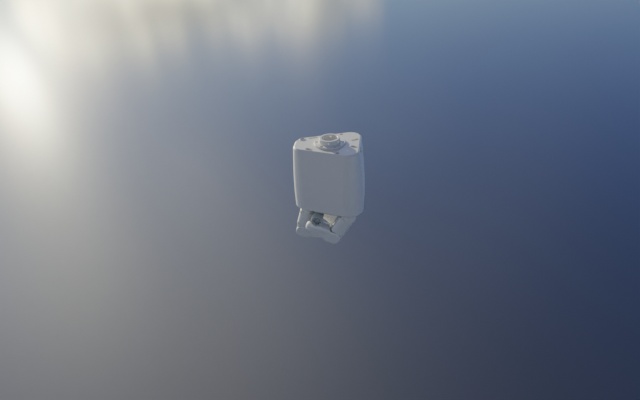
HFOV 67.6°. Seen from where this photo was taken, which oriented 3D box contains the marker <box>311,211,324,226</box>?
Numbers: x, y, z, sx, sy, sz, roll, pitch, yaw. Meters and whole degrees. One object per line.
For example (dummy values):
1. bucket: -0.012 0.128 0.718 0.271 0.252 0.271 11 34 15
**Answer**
1. marker: 0.000 0.003 0.810 0.020 0.020 0.121 0 31 7
